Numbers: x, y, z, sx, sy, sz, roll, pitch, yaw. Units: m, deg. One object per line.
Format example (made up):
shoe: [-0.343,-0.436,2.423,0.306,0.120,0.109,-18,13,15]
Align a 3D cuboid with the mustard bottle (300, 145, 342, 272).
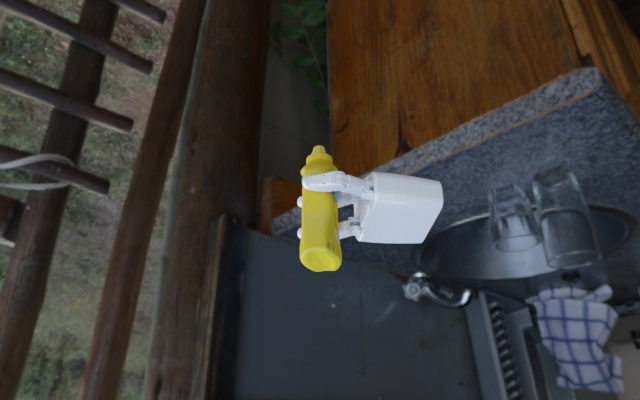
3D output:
mustard bottle: [0.000,0.003,0.713,0.058,0.191,0.096,-6,-27,11]
